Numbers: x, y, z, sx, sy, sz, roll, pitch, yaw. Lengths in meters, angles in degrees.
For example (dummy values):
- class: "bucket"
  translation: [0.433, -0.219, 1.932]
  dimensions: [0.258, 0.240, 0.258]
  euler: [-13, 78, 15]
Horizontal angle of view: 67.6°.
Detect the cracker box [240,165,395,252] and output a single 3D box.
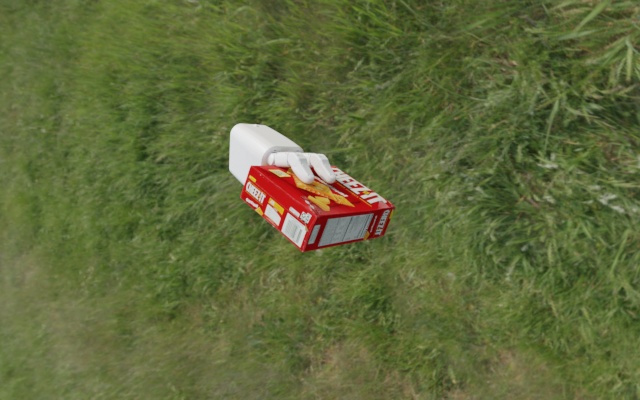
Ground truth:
- class: "cracker box"
  translation: [0.000, 0.003, 0.811]
  dimensions: [0.164, 0.072, 0.213]
  euler: [37, 27, 33]
